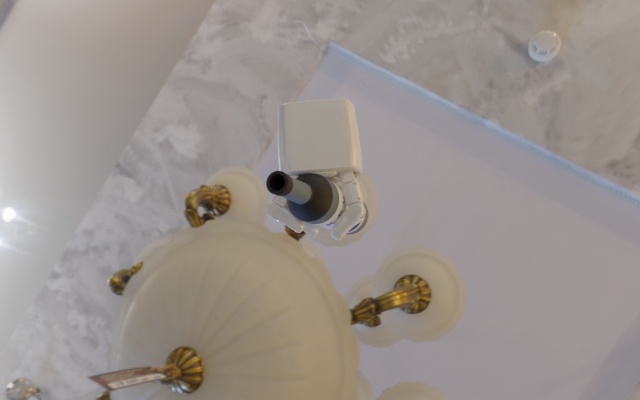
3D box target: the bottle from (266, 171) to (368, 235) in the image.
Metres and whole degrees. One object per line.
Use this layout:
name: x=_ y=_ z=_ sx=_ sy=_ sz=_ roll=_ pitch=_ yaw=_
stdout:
bottle: x=0.000 y=0.002 z=0.669 sx=0.069 sy=0.069 sz=0.296 roll=0 pitch=-9 yaw=20
